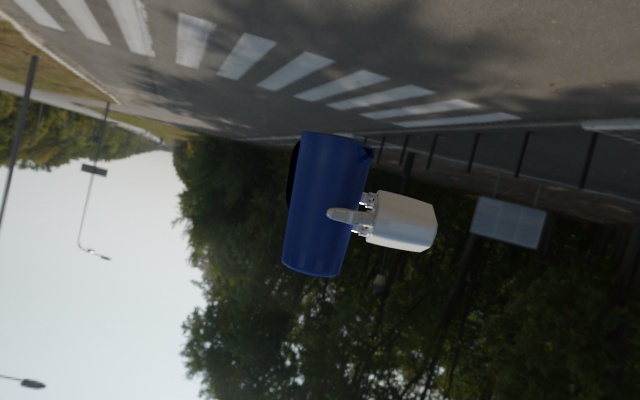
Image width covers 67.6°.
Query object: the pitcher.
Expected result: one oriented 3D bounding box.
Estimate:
[{"bbox_3d":[0.000,0.003,0.849,0.145,0.243,0.149,13,4,-1],"label":"pitcher"}]
